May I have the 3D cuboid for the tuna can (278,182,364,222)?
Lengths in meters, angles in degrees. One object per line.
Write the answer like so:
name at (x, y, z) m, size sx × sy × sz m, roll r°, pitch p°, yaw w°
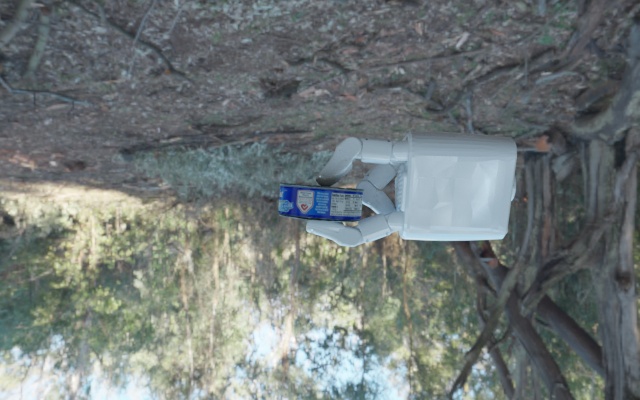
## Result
tuna can at (0.000, 0.002, 0.487) m, size 0.086 × 0.034 × 0.086 m, roll 5°, pitch 1°, yaw 0°
